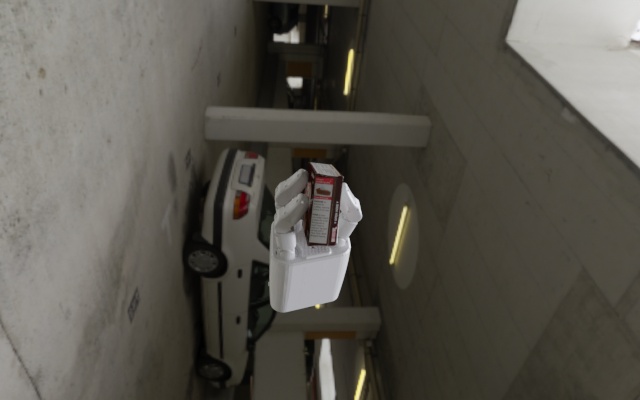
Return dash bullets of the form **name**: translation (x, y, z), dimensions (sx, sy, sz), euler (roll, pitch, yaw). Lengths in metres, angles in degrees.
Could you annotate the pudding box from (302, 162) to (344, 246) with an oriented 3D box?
- **pudding box**: translation (0.000, 0.002, 0.613), dimensions (0.039, 0.090, 0.113), euler (3, 10, -9)
